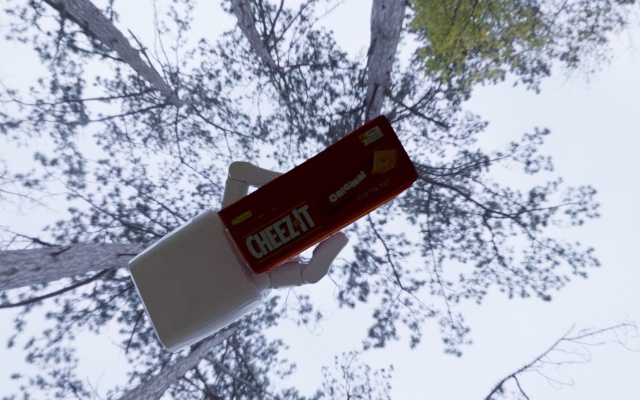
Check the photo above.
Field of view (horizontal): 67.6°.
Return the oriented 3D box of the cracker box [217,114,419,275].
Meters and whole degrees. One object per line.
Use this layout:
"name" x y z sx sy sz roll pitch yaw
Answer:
"cracker box" 0.000 0.001 0.499 0.164 0.072 0.214 -31 -2 -1
